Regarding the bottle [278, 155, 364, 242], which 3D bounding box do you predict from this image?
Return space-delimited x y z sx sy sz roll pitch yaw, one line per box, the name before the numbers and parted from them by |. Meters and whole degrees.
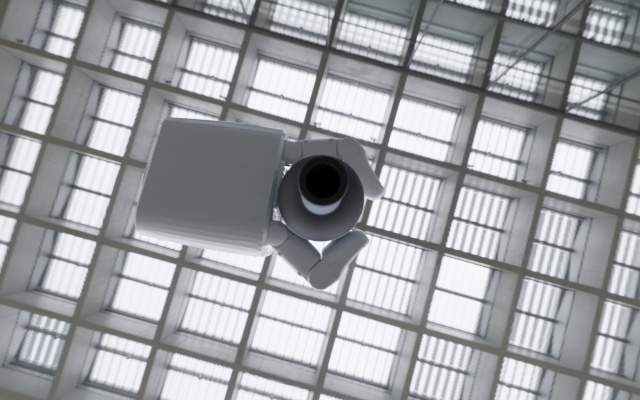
bottle | 0.000 0.001 0.401 0.069 0.069 0.296 0 -5 -1
